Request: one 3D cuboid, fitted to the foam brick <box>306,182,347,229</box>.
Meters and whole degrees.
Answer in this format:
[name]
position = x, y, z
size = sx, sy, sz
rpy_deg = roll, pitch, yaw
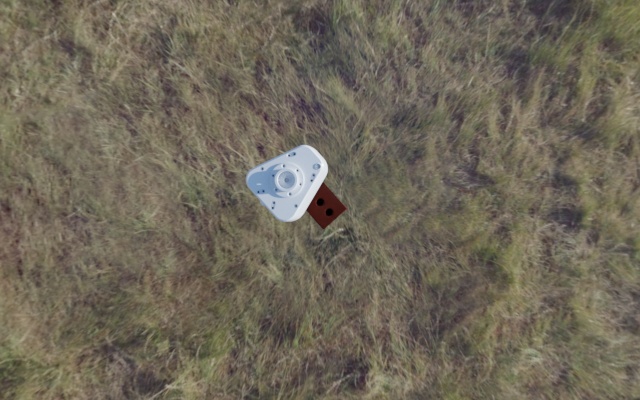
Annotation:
[foam brick]
position = 0.000, 0.003, 0.795
size = 0.053, 0.078, 0.051
rpy_deg = -42, 0, 2
